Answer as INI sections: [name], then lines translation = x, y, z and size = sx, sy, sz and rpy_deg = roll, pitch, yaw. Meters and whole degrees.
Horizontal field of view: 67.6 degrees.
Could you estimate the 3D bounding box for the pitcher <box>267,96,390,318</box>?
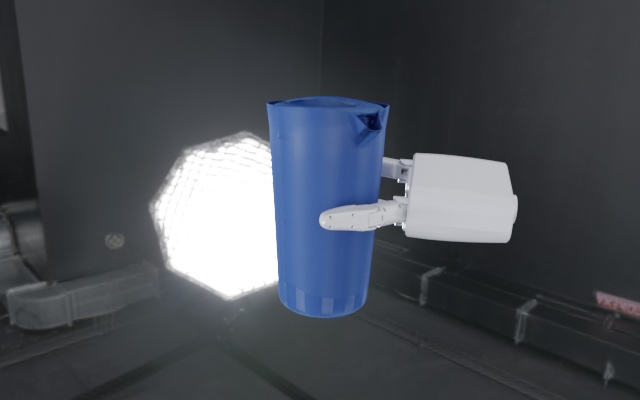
[pitcher]
translation = 0.000, 0.002, 0.558
size = 0.145, 0.243, 0.149
rpy_deg = 4, 16, 9
